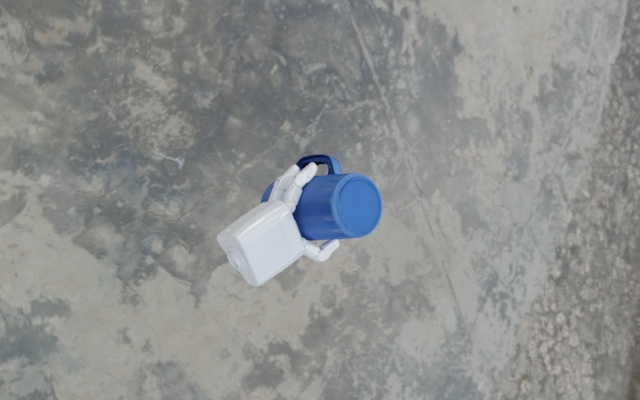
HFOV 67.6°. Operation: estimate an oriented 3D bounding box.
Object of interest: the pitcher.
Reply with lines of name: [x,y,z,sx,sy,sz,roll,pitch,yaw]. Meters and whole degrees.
pitcher: [0.000,0.003,0.879,0.145,0.149,0.243,-36,16,-30]
